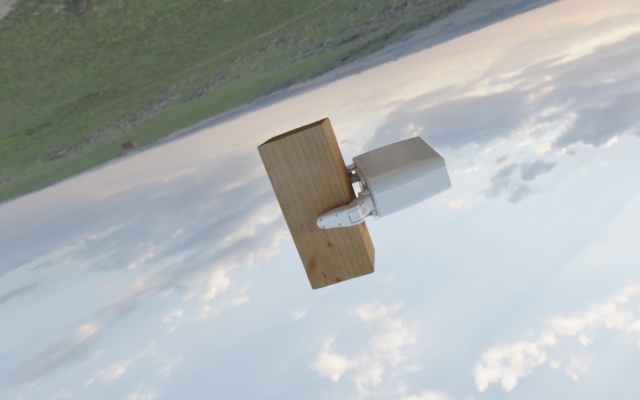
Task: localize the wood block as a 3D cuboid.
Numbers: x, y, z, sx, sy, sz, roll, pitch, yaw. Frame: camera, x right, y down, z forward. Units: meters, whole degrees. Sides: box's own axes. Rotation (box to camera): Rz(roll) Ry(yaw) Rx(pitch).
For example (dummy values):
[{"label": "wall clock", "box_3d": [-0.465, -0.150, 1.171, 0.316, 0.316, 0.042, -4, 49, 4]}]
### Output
[{"label": "wood block", "box_3d": [0.000, 0.002, 0.652, 0.090, 0.206, 0.090, -18, 12, 12]}]
